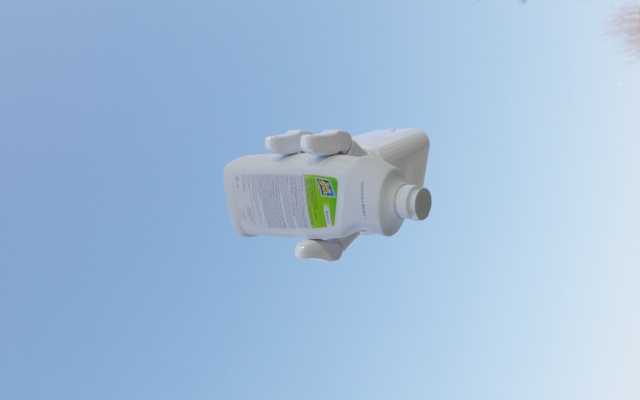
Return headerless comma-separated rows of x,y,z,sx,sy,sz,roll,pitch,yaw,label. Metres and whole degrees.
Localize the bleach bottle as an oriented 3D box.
0.000,0.002,0.502,0.251,0.102,0.068,6,24,43,bleach bottle
